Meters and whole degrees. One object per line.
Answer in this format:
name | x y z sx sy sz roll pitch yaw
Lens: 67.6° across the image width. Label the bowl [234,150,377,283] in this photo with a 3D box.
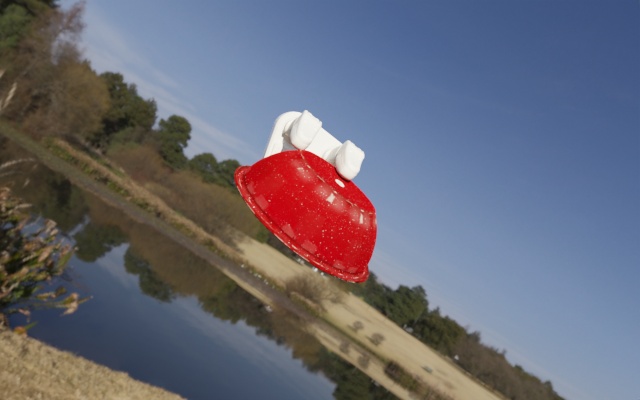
bowl | 0.001 0.002 0.451 0.162 0.055 0.162 37 14 -11
